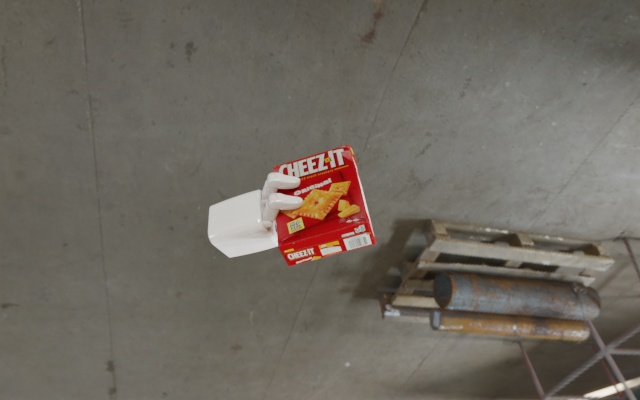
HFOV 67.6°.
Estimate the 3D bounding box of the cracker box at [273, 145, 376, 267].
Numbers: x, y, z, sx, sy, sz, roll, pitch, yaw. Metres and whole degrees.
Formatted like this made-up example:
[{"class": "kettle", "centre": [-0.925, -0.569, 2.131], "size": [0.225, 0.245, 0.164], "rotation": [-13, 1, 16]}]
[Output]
[{"class": "cracker box", "centre": [0.000, 0.003, 0.891], "size": [0.164, 0.213, 0.072], "rotation": [-15, -45, 6]}]
